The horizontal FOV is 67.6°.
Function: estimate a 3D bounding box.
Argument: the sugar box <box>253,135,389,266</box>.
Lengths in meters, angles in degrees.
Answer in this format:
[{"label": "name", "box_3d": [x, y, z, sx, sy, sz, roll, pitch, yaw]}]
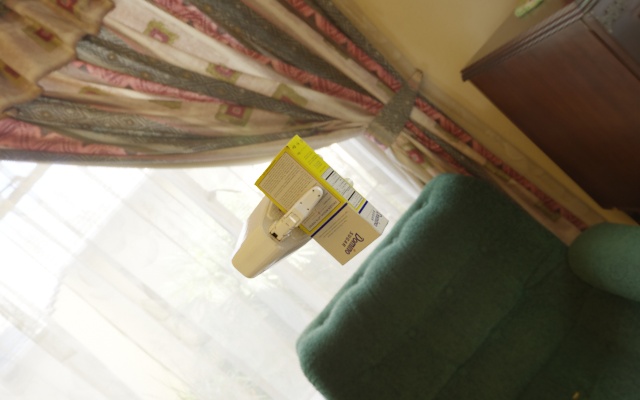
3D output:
[{"label": "sugar box", "box_3d": [0.000, 0.002, 0.670, 0.093, 0.176, 0.048, -44, 7, 40]}]
